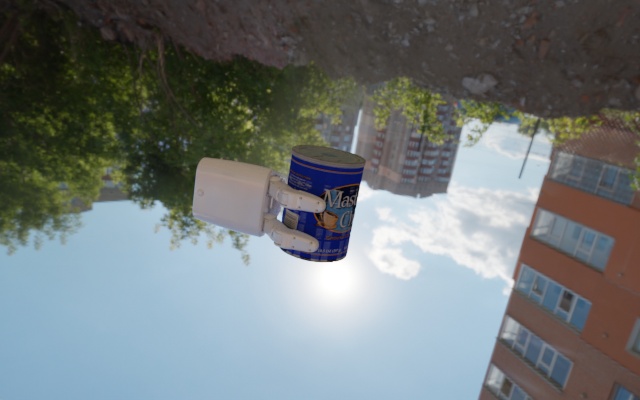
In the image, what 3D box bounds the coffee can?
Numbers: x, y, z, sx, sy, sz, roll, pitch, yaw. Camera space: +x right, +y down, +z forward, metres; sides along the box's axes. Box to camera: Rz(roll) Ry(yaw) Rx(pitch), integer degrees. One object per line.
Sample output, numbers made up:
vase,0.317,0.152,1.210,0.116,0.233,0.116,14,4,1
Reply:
coffee can,0.000,0.002,0.669,0.103,0.140,0.102,9,16,-3
